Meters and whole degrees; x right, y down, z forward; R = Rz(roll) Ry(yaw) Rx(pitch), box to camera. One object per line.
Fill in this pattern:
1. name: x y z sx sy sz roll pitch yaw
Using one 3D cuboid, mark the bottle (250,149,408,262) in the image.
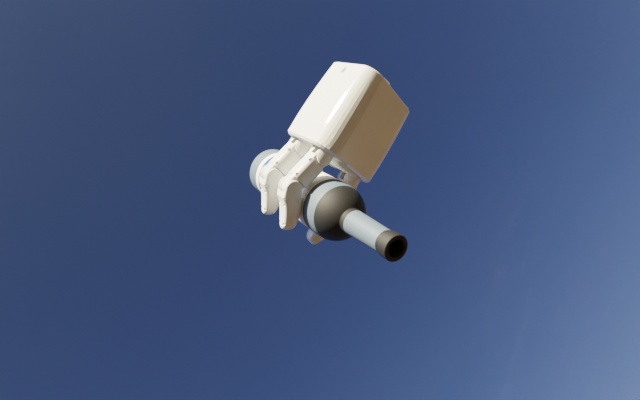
1. bottle: 0.000 0.002 0.567 0.069 0.069 0.295 0 17 -30
